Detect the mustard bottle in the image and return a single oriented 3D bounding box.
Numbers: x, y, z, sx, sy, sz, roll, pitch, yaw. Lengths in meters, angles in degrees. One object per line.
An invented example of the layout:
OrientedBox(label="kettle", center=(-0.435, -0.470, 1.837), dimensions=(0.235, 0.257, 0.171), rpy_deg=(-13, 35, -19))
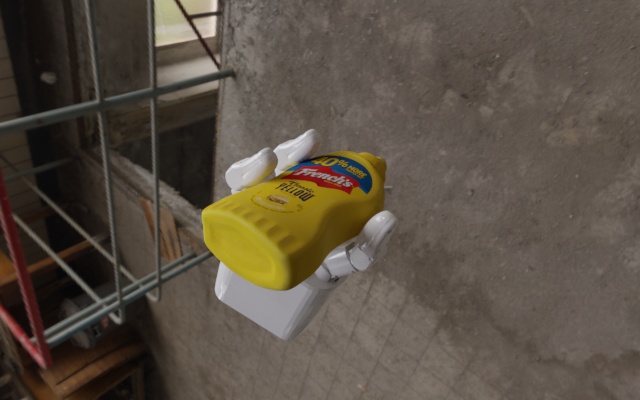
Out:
OrientedBox(label="mustard bottle", center=(0.000, 0.001, 0.415), dimensions=(0.096, 0.058, 0.191), rpy_deg=(22, 36, 33))
